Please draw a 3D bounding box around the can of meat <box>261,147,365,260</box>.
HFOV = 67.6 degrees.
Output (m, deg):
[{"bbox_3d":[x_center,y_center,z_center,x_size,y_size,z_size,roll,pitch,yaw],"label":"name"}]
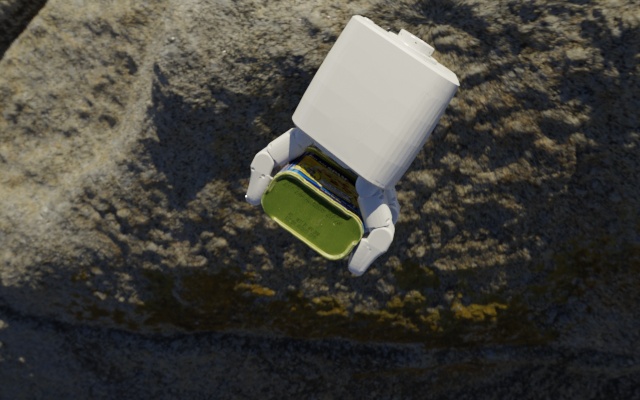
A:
[{"bbox_3d":[0.000,0.002,0.464,0.102,0.057,0.084,35,23,-1],"label":"can of meat"}]
